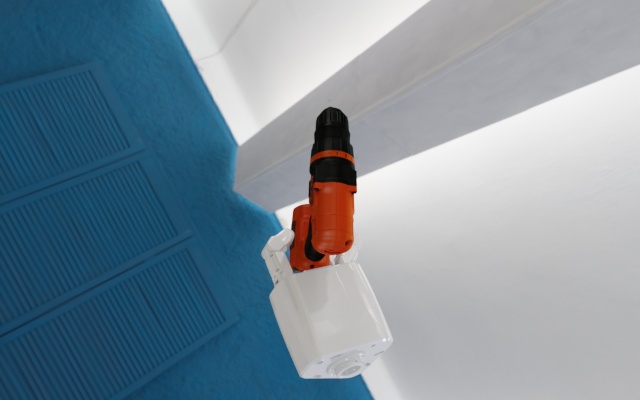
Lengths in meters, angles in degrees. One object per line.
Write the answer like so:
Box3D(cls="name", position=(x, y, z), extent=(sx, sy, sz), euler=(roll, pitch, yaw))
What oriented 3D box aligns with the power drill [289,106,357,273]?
Box3D(cls="power drill", position=(0.000, 0.002, 0.601), extent=(0.057, 0.184, 0.188), euler=(6, -28, -7))
